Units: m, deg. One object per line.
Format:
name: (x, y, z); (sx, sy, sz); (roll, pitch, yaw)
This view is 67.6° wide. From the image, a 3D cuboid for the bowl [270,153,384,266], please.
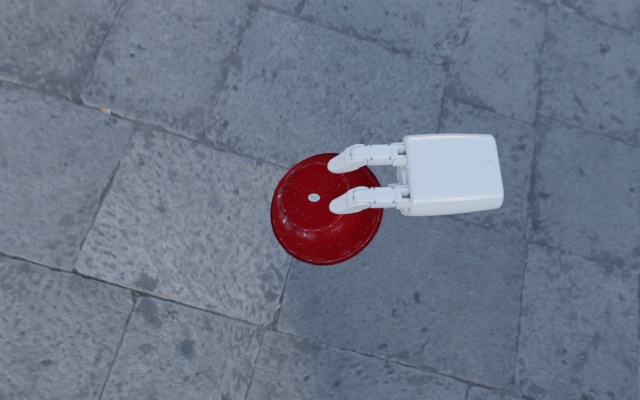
bowl: (-0.001, 0.002, 0.631); (0.162, 0.162, 0.055); (0, -17, 16)
